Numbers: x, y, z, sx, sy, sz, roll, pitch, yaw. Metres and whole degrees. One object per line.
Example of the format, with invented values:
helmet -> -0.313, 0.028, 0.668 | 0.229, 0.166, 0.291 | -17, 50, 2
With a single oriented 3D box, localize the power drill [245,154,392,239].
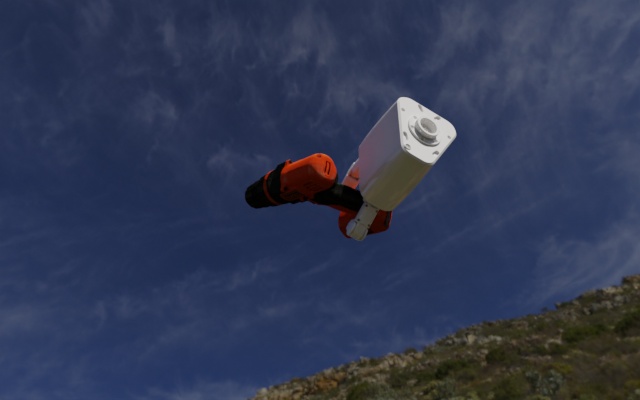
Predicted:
power drill -> 0.001, 0.002, 0.718 | 0.188, 0.057, 0.184 | 24, -25, -35
